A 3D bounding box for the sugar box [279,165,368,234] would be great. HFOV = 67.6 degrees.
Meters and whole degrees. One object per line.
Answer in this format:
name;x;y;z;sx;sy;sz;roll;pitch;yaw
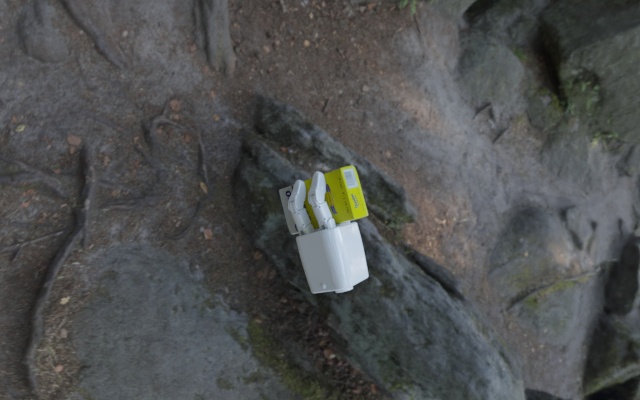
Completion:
sugar box;0.000;0.003;0.876;0.176;0.093;0.048;-18;-4;44
